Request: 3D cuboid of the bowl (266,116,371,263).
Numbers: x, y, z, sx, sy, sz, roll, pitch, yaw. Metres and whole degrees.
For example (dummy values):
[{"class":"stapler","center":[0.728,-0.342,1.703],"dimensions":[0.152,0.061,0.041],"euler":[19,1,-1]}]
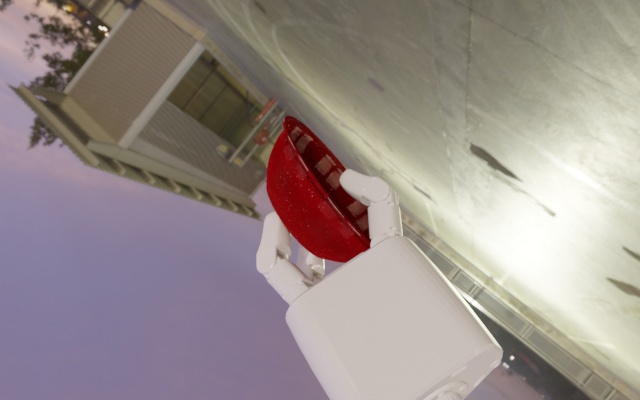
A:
[{"class":"bowl","center":[-0.001,0.001,0.443],"dimensions":[0.055,0.162,0.162],"euler":[-37,-10,13]}]
